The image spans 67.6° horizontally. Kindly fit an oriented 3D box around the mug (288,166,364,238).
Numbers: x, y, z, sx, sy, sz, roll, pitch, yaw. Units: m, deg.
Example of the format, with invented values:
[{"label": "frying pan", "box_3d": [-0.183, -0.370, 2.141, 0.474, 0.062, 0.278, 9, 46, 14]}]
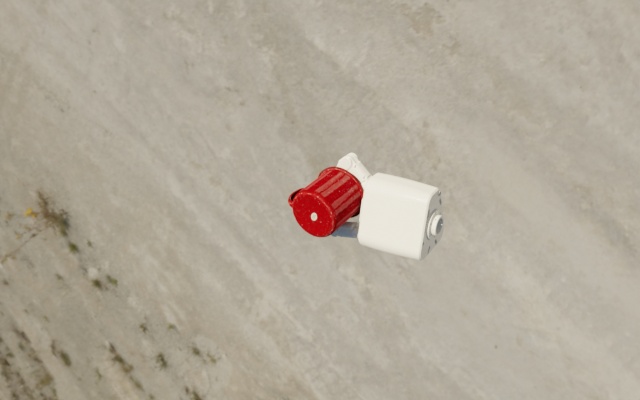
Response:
[{"label": "mug", "box_3d": [-0.001, 0.002, 0.754, 0.117, 0.093, 0.081, 14, 35, 32]}]
